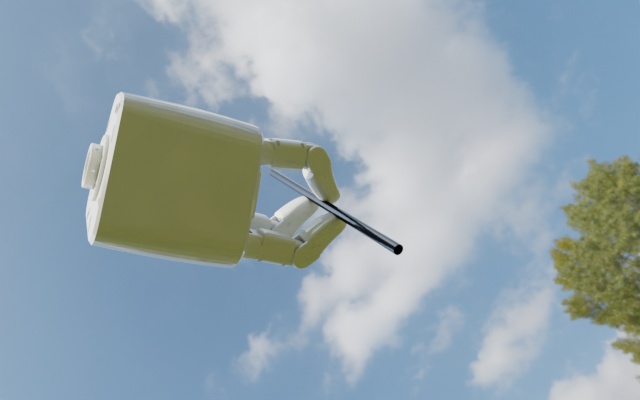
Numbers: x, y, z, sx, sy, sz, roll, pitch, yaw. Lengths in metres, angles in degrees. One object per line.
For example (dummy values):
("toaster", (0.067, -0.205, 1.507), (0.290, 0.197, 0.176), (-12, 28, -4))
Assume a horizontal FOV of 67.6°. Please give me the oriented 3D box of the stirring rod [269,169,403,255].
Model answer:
("stirring rod", (0.000, 0.001, 0.431), (0.011, 0.011, 0.239), (0, 16, -28))
